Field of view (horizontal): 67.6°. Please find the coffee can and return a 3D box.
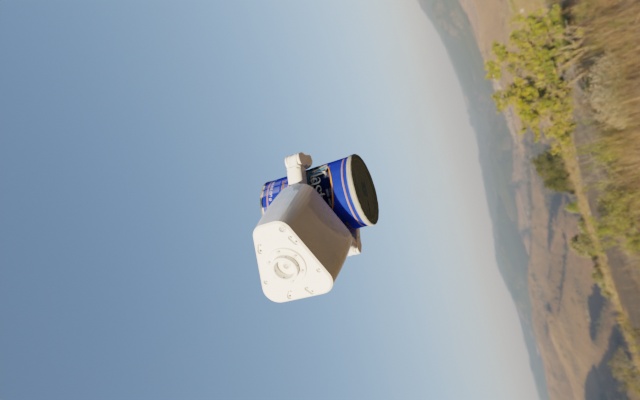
[{"bbox_3d":[0.000,0.002,0.685,0.140,0.103,0.103,-16,-6,22],"label":"coffee can"}]
